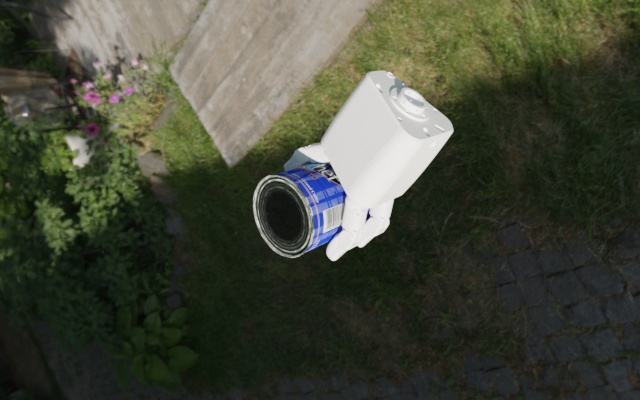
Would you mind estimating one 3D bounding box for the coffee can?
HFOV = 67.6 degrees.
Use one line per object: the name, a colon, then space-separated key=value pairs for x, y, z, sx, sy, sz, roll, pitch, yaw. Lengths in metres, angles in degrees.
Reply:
coffee can: x=0.000 y=0.002 z=0.612 sx=0.103 sy=0.103 sz=0.140 roll=0 pitch=15 yaw=44
